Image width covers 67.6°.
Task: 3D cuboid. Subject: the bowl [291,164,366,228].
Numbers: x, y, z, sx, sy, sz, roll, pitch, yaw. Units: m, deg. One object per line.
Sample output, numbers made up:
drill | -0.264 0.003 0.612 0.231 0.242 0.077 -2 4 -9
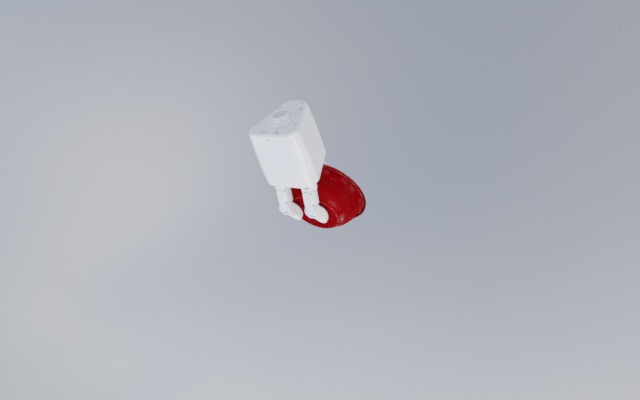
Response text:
bowl | 0.001 0.004 0.889 0.162 0.055 0.162 19 -33 13
